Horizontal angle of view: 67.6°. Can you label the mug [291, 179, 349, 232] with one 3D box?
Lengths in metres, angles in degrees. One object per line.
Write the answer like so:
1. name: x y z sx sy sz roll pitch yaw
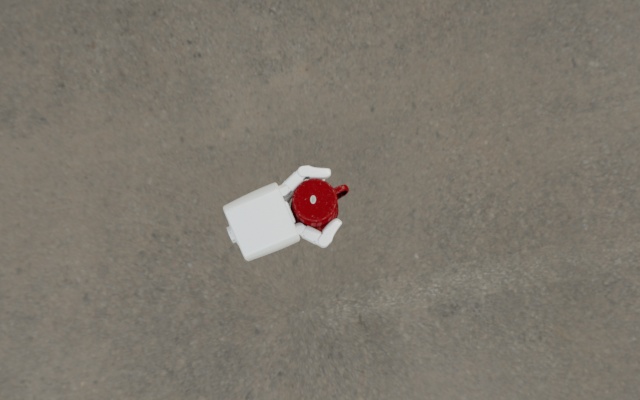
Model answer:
1. mug: 0.001 0.002 0.883 0.117 0.093 0.081 -25 -11 -6
